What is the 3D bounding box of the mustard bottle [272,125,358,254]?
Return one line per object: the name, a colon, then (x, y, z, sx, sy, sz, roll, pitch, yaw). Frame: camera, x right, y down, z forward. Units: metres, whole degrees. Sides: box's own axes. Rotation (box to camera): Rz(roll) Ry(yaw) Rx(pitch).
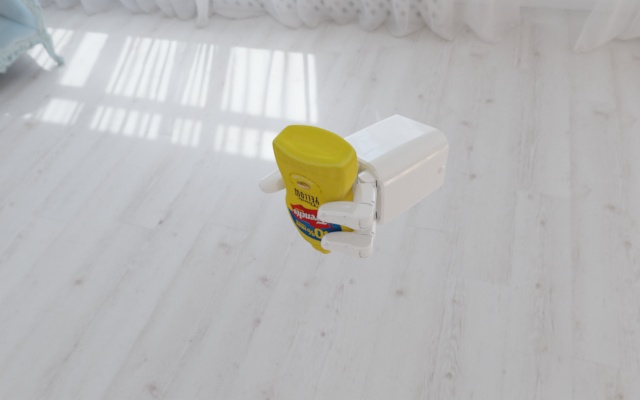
mustard bottle: (0.000, 0.002, 0.579, 0.096, 0.058, 0.192, 22, -36, 24)
